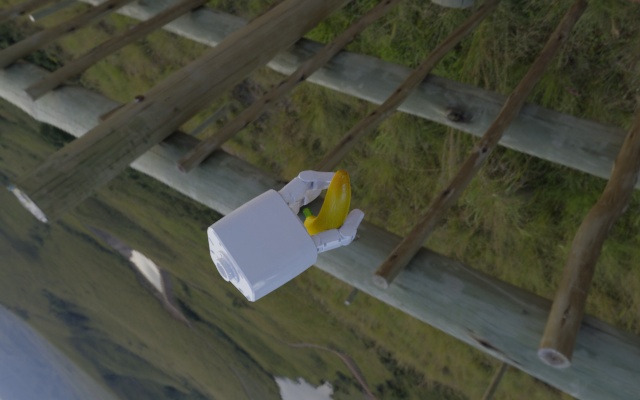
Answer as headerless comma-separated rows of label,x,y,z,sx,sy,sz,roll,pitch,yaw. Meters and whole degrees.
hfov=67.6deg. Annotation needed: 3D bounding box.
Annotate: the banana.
banana,0.006,0.020,0.695,0.037,0.069,0.198,-18,-11,-22
